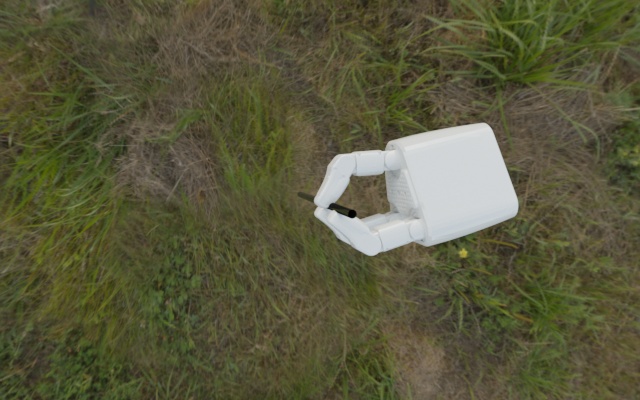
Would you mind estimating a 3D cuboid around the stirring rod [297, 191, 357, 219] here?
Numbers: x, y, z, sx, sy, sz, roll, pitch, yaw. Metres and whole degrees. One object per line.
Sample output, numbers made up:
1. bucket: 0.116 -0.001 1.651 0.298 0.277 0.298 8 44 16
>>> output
1. stirring rod: 0.000 0.002 0.531 0.011 0.011 0.239 0 5 -13
